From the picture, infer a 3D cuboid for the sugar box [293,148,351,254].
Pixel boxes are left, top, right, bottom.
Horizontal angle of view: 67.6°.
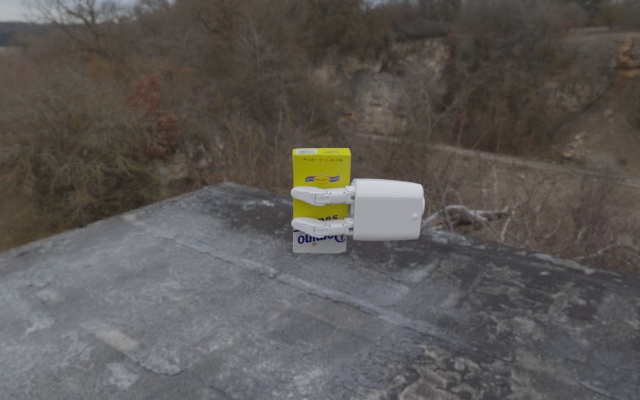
[{"bbox_3d":[0.000,0.003,0.791,0.093,0.176,0.048,0,21,-1],"label":"sugar box"}]
